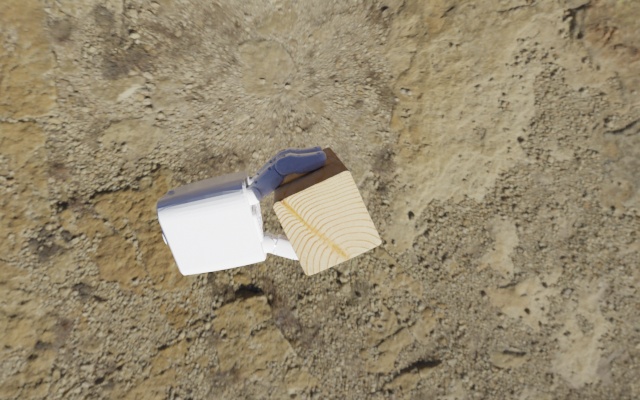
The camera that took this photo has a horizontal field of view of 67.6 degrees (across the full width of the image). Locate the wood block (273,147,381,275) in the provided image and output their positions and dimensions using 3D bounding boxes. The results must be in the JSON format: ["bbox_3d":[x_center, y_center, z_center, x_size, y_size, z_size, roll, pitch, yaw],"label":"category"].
[{"bbox_3d":[0.000,0.002,0.596,0.090,0.091,0.206,-24,14,2],"label":"wood block"}]
